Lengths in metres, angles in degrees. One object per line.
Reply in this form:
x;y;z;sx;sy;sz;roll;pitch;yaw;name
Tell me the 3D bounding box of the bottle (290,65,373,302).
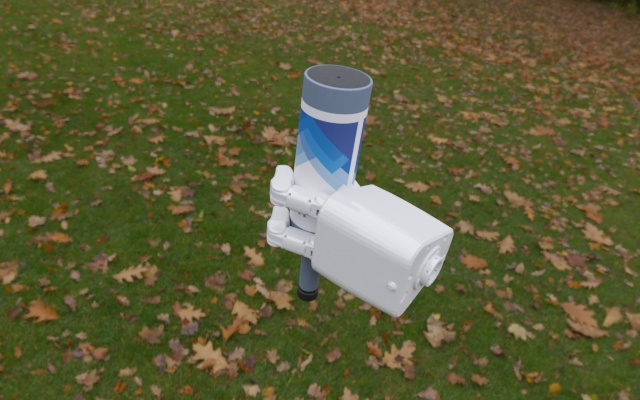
0.000;0.002;0.540;0.069;0.296;0.069;6;34;-4;bottle
